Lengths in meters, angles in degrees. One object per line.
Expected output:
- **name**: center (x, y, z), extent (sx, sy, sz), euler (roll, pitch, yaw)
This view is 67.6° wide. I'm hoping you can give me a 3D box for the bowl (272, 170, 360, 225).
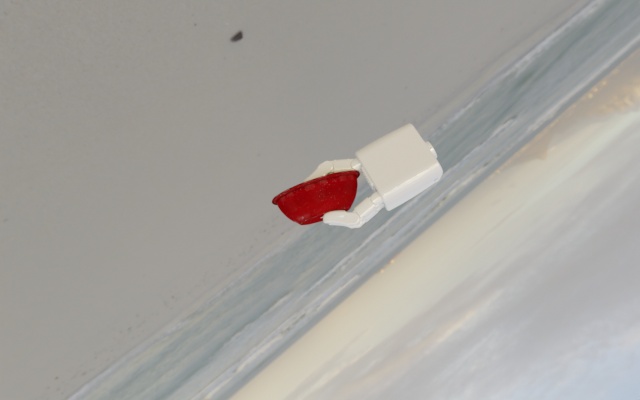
- **bowl**: center (-0.001, 0.004, 0.825), extent (0.162, 0.055, 0.162), euler (-18, -9, -3)
